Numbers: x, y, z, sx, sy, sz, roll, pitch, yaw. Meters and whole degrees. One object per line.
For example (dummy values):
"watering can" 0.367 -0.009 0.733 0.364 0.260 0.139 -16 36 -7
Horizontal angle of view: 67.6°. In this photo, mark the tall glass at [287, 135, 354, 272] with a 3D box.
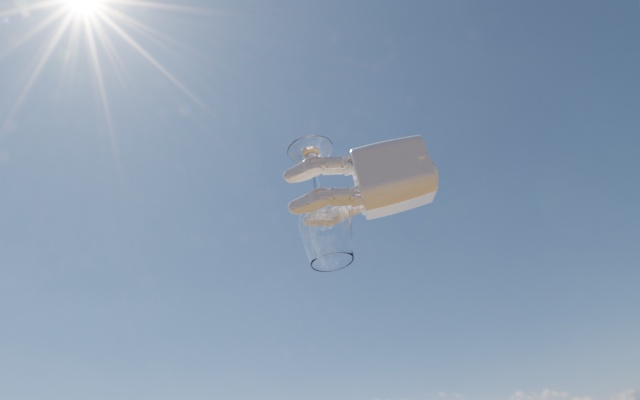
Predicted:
"tall glass" 0.000 0.002 0.713 0.079 0.201 0.079 -8 -31 -5
